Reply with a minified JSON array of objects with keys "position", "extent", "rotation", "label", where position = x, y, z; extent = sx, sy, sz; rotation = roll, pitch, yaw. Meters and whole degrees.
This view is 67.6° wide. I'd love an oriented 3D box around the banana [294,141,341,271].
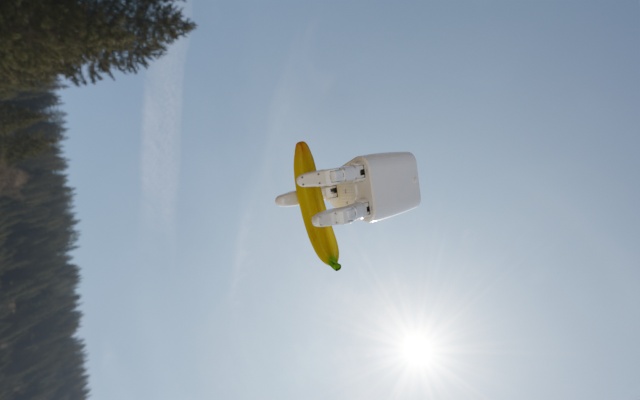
[{"position":[-0.005,0.012,0.697],"extent":[0.037,0.197,0.070],"rotation":[-11,-17,-24],"label":"banana"}]
